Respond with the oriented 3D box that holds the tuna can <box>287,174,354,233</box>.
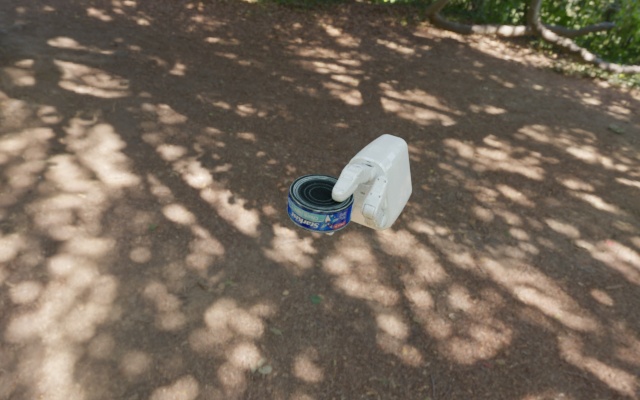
[{"bbox_3d":[0.000,0.002,0.616,0.086,0.034,0.086,5,36,-4],"label":"tuna can"}]
